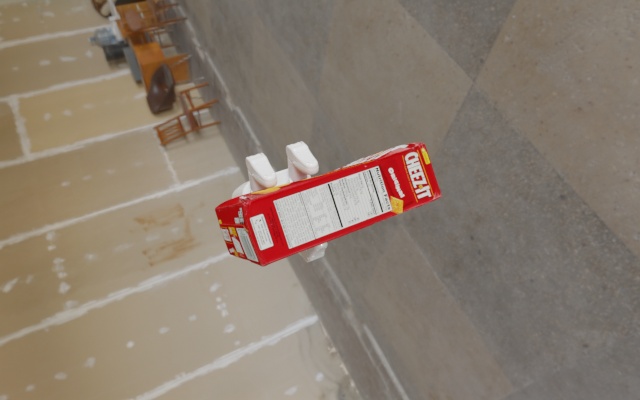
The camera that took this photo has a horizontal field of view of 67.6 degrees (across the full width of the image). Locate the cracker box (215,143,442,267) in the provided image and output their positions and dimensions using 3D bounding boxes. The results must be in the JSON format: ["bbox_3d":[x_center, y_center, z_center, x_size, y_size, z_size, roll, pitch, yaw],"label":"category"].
[{"bbox_3d":[0.000,0.002,0.549,0.213,0.072,0.164,-20,4,-20],"label":"cracker box"}]
